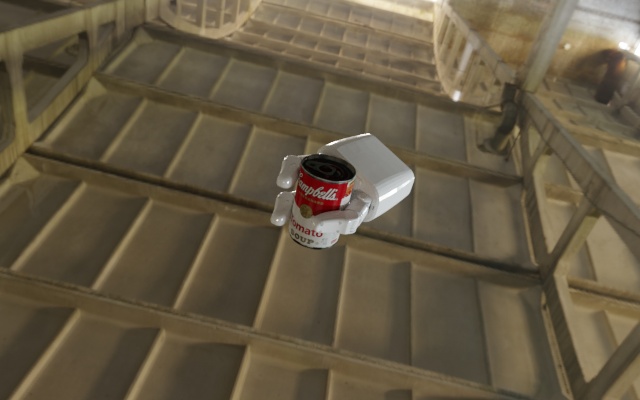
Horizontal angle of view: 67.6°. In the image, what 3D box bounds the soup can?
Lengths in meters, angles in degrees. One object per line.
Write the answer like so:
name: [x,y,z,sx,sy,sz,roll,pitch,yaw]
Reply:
soup can: [0.000,0.002,0.599,0.068,0.102,0.068,10,31,-6]
